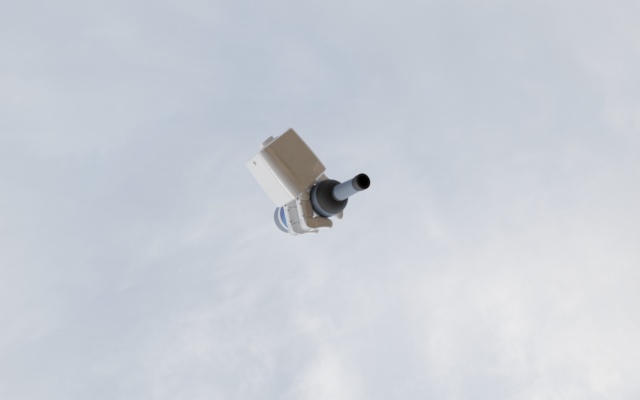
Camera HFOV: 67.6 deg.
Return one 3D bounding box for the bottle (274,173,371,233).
[{"bbox_3d":[0.000,0.003,0.890,0.069,0.069,0.296,0,-13,-29],"label":"bottle"}]
